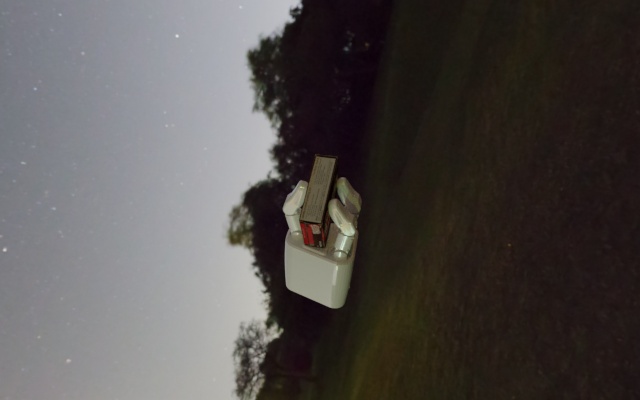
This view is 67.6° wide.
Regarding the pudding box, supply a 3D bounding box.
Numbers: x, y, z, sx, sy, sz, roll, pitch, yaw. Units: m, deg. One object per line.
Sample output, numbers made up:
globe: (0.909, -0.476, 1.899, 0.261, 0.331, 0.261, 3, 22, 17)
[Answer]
pudding box: (0.000, 0.002, 0.705, 0.039, 0.113, 0.090, 8, -26, 6)
